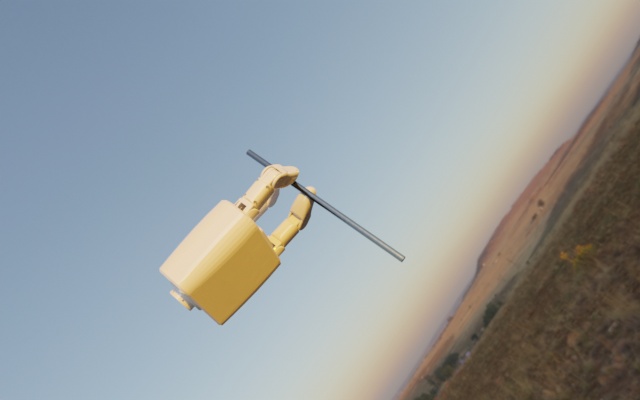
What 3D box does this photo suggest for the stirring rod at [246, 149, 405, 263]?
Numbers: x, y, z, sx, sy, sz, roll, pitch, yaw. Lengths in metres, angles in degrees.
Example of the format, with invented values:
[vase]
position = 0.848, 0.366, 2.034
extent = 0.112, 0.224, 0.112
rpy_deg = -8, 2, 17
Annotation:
[stirring rod]
position = 0.000, 0.002, 0.575
extent = 0.239, 0.011, 0.011
rpy_deg = 35, 13, 20
